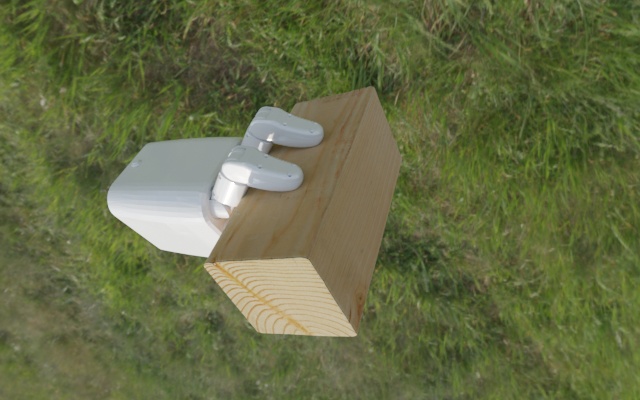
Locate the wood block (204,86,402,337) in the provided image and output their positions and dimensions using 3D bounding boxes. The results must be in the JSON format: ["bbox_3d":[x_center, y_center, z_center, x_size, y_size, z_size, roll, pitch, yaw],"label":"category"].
[{"bbox_3d":[0.000,0.002,0.410,0.090,0.091,0.206,-7,41,28],"label":"wood block"}]
